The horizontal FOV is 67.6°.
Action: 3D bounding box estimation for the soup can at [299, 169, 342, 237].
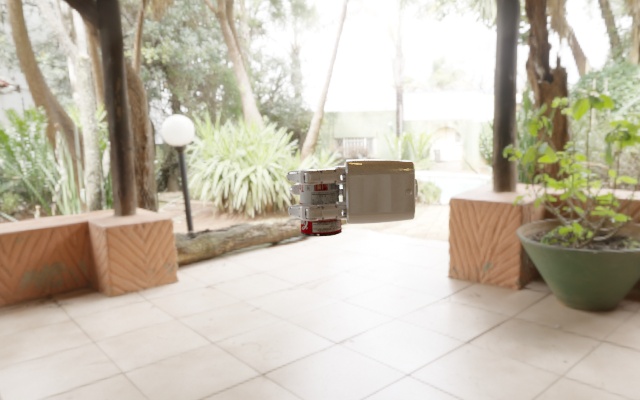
[{"bbox_3d":[0.000,0.002,0.773,0.068,0.102,0.068,-2,8,0],"label":"soup can"}]
